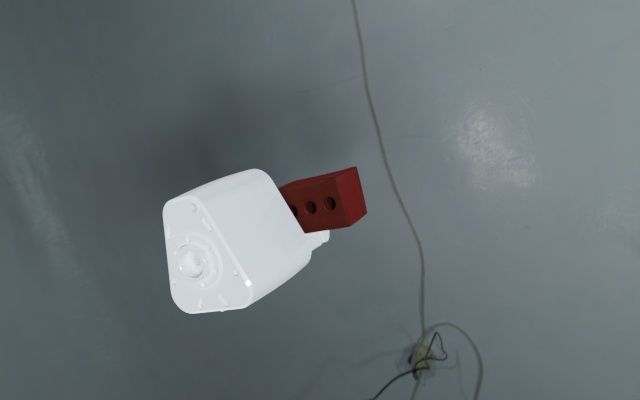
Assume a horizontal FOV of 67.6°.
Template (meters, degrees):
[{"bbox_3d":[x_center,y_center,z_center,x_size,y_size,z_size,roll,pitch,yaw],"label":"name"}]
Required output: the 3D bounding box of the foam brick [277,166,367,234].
[{"bbox_3d":[0.000,0.001,0.492,0.078,0.053,0.051,-12,8,28],"label":"foam brick"}]
